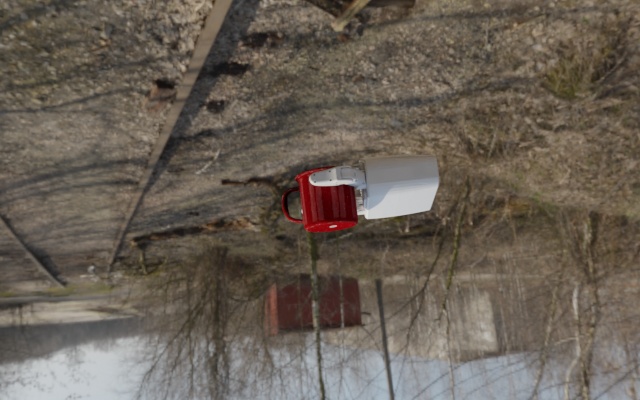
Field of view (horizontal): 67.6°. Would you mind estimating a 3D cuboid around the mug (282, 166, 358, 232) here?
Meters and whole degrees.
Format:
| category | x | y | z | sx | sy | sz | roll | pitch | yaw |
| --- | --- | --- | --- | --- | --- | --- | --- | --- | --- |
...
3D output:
| category | x | y | z | sx | sy | sz | roll | pitch | yaw |
| --- | --- | --- | --- | --- | --- | --- | --- | --- | --- |
| mug | -0.001 | 0.003 | 0.716 | 0.117 | 0.081 | 0.093 | -7 | -12 | 2 |
